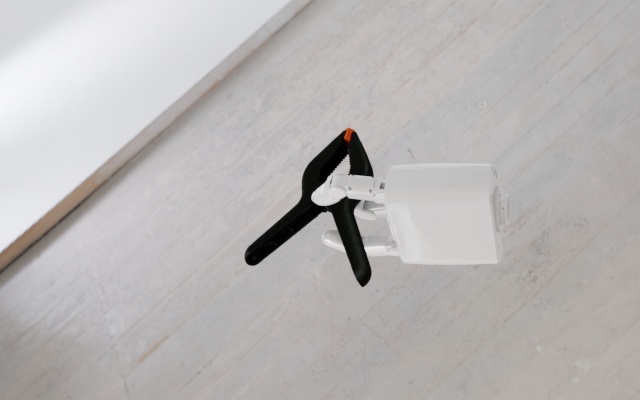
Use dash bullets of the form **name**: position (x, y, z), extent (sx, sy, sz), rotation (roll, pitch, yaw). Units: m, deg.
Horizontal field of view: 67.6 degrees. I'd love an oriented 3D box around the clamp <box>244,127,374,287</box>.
- **clamp**: position (0.000, 0.001, 0.583), extent (0.164, 0.210, 0.036), rotation (-1, -32, 26)
